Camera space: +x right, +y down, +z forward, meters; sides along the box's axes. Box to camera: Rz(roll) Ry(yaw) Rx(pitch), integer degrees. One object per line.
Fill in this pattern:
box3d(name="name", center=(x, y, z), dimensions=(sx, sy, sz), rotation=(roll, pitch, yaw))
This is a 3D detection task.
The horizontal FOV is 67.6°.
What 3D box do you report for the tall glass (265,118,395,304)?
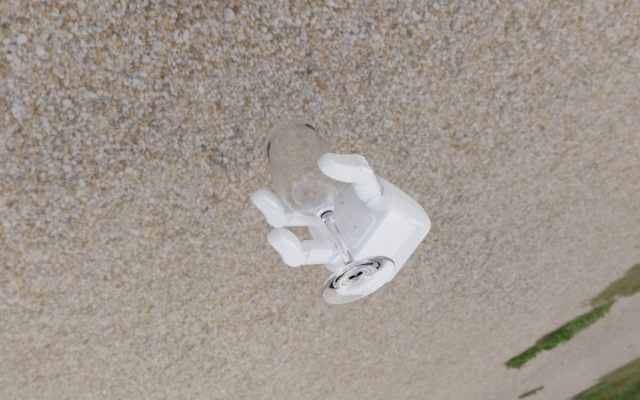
box3d(name="tall glass", center=(0.000, 0.002, 0.495), dimensions=(0.079, 0.201, 0.079), rotation=(-17, -36, -13))
